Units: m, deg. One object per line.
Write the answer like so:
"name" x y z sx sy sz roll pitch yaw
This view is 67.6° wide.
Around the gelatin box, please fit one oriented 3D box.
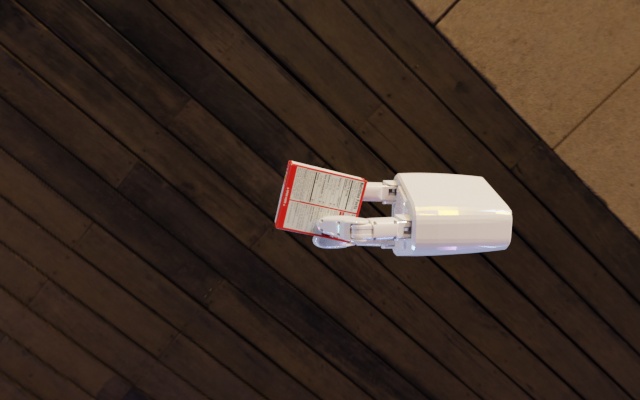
"gelatin box" 0.000 0.002 0.529 0.089 0.073 0.030 12 10 -10
